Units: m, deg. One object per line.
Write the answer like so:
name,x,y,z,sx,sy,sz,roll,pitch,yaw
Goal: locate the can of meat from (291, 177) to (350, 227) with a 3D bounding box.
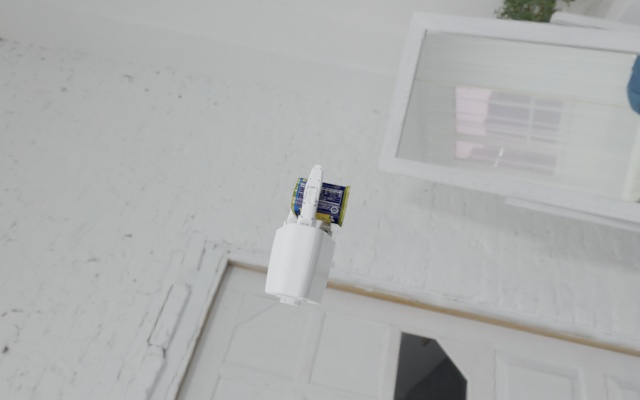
can of meat,0.000,0.002,0.765,0.084,0.057,0.102,11,-11,2
